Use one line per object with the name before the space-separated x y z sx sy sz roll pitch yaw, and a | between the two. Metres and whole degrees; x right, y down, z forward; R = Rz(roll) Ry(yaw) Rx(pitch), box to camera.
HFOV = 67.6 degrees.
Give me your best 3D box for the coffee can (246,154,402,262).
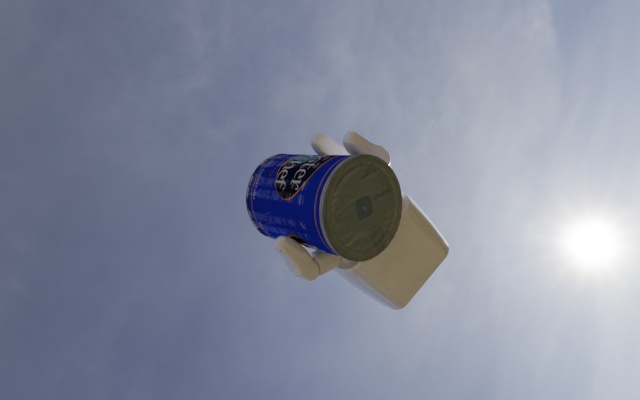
coffee can | 0.000 0.002 0.506 0.103 0.103 0.140 0 5 -38
